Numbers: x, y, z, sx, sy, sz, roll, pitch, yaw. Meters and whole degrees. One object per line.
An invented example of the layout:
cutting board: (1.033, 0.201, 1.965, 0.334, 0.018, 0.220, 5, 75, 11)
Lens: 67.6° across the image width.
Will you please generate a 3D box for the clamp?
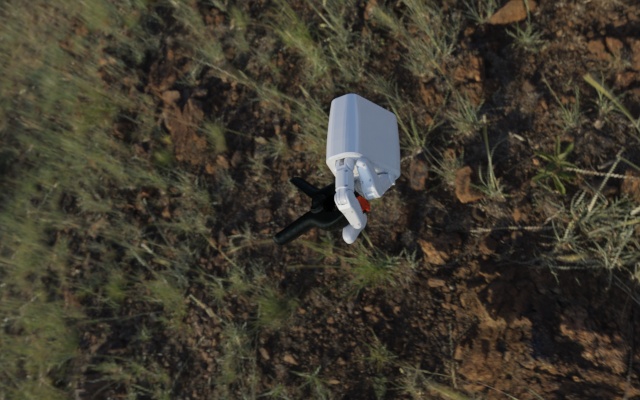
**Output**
clamp: (0.000, 0.002, 0.742, 0.171, 0.120, 0.039, -14, -28, 33)
